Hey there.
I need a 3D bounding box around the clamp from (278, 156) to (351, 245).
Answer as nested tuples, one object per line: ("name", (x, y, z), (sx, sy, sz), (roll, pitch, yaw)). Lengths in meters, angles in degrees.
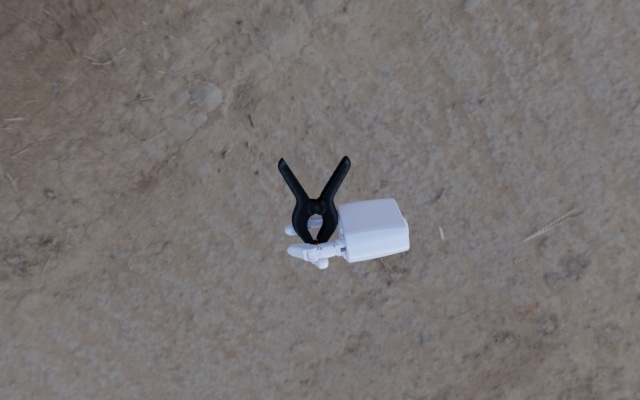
("clamp", (0.000, 0.003, 0.802), (0.120, 0.171, 0.039), (-9, 18, -2))
